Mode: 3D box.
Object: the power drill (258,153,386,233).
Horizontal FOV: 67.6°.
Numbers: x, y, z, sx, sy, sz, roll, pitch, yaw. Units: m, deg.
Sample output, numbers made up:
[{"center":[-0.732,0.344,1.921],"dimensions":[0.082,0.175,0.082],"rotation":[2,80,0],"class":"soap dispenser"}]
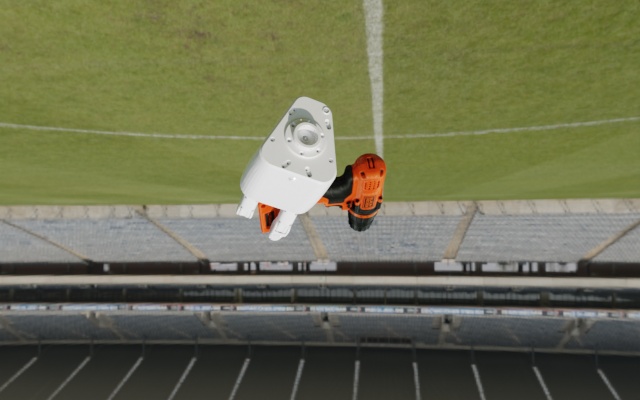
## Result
[{"center":[0.000,0.002,0.718],"dimensions":[0.187,0.057,0.185],"rotation":[-8,-32,-6],"class":"power drill"}]
